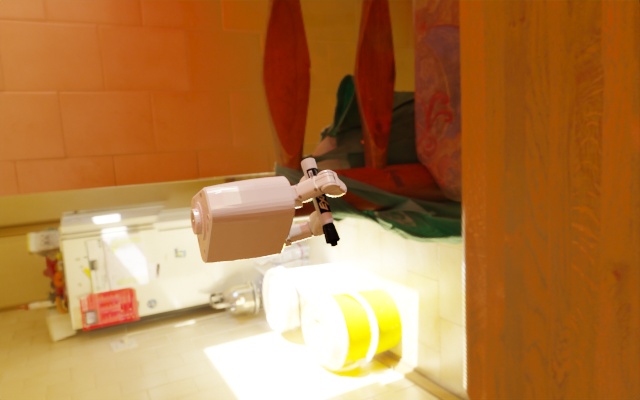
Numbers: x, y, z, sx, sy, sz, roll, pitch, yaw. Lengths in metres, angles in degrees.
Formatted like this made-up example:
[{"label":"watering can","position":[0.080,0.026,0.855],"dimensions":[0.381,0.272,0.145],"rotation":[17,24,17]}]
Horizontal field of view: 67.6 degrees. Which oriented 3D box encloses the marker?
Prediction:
[{"label":"marker","position":[0.000,0.002,0.607],"dimensions":[0.020,0.121,0.020],"rotation":[-15,-21,-6]}]
